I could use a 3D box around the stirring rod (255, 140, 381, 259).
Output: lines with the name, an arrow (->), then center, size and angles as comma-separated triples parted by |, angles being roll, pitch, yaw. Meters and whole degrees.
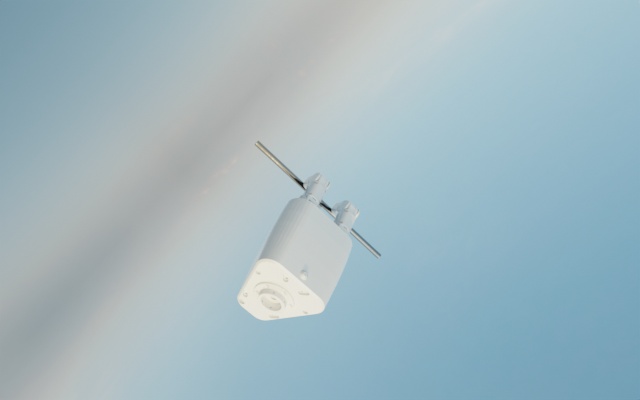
stirring rod -> 0.000, 0.002, 0.667 | 0.239, 0.011, 0.011 | 43, -13, -14
